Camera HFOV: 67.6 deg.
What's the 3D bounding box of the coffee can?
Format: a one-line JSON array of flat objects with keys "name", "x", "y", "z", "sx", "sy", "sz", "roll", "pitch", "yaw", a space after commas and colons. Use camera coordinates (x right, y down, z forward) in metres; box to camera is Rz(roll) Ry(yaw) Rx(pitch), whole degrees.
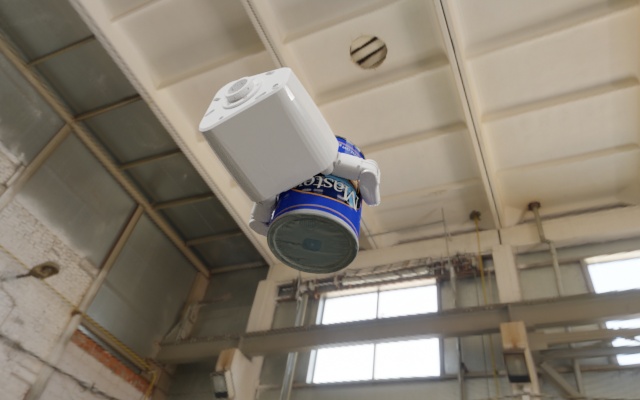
[{"name": "coffee can", "x": 0.000, "y": 0.002, "z": 0.577, "sx": 0.103, "sy": 0.103, "sz": 0.140, "roll": 0, "pitch": 44, "yaw": 11}]
